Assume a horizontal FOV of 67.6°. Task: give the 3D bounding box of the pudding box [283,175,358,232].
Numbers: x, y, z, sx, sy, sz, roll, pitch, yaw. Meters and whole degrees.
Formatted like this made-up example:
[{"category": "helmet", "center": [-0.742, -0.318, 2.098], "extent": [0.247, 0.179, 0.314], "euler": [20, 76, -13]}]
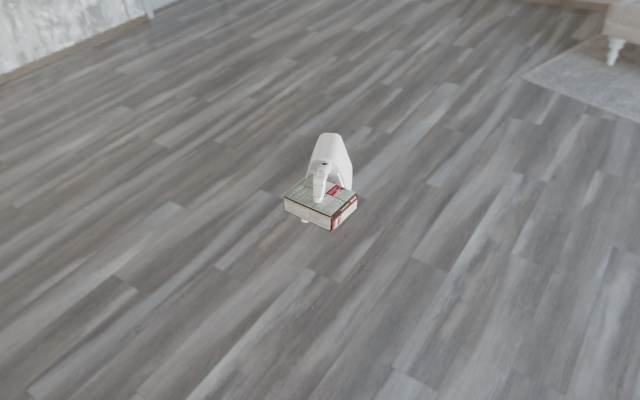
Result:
[{"category": "pudding box", "center": [0.000, 0.003, 0.895], "extent": [0.113, 0.039, 0.090], "euler": [22, 44, 29]}]
